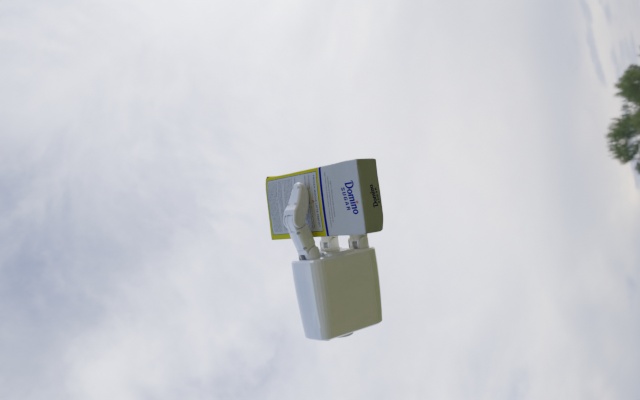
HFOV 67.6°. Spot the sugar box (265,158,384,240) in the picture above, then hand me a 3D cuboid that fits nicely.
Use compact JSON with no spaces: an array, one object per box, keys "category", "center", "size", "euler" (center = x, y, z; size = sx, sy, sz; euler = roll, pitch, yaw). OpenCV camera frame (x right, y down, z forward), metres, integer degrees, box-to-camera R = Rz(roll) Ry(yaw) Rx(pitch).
[{"category":"sugar box","center":[0.000,0.002,0.637],"size":[0.176,0.093,0.048],"euler":[-7,0,42]}]
